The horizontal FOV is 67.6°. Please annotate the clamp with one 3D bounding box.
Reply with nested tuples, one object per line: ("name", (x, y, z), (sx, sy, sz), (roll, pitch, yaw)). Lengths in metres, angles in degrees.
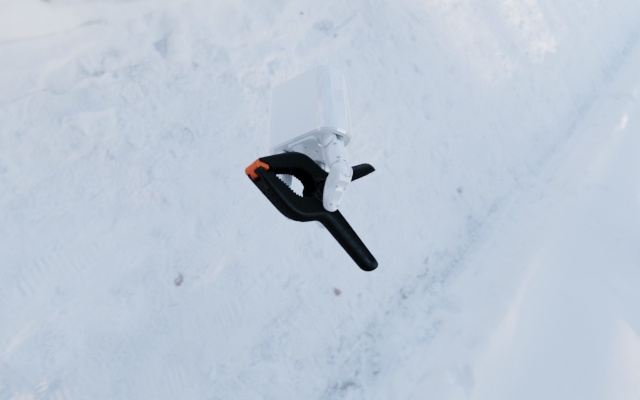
("clamp", (0.000, 0.001, 0.615), (0.210, 0.164, 0.036), (15, -32, -36))
